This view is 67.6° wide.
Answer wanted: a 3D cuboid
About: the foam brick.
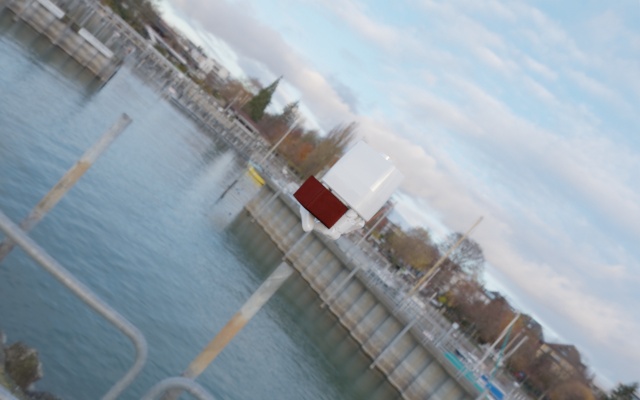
[{"bbox_3d":[0.000,0.003,0.843,0.078,0.051,0.053,42,2,-41],"label":"foam brick"}]
